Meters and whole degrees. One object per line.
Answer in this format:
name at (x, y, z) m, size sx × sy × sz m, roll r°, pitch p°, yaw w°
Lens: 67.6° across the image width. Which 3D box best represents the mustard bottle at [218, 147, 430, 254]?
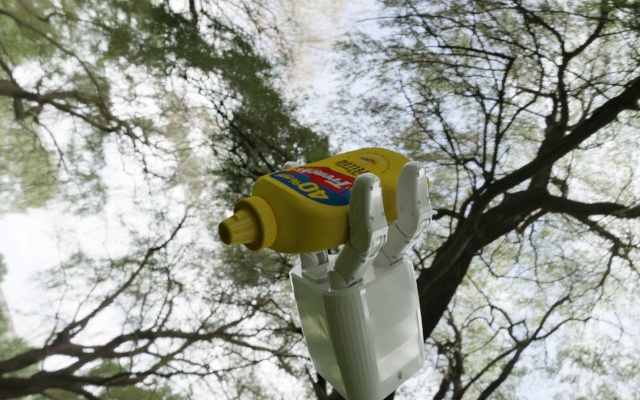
mustard bottle at (0.000, 0.001, 0.404) m, size 0.191 × 0.058 × 0.096 m, roll -19°, pitch 36°, yaw -40°
